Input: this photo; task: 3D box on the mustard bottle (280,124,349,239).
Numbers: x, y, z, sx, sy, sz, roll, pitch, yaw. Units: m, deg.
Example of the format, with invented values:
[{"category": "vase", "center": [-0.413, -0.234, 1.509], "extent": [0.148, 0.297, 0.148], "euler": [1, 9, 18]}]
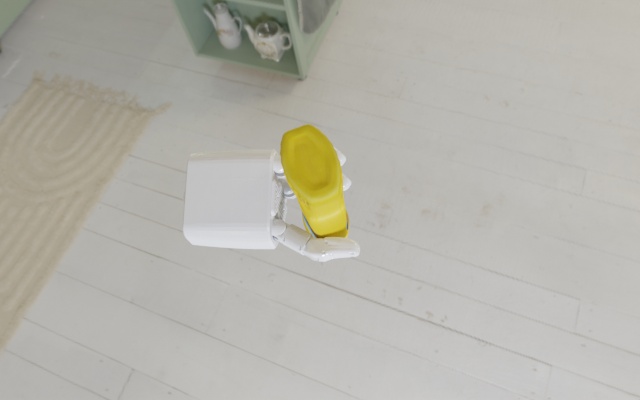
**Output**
[{"category": "mustard bottle", "center": [0.000, 0.002, 0.563], "extent": [0.058, 0.096, 0.192], "euler": [-22, -27, -4]}]
